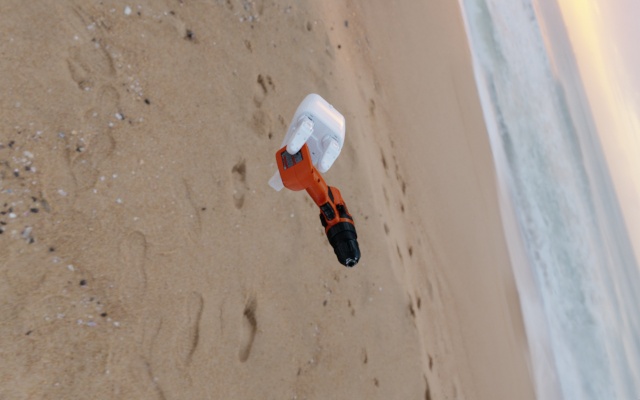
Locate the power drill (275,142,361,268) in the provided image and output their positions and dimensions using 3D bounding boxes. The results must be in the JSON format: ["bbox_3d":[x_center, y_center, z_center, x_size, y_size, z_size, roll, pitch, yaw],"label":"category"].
[{"bbox_3d":[0.000,0.002,0.790,0.057,0.188,0.184,-28,41,7],"label":"power drill"}]
